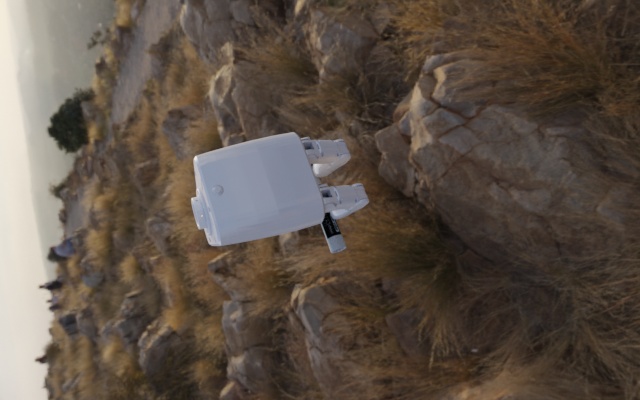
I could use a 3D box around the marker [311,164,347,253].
[{"bbox_3d":[0.000,0.002,0.552,0.020,0.121,0.020,-19,-17,-6],"label":"marker"}]
